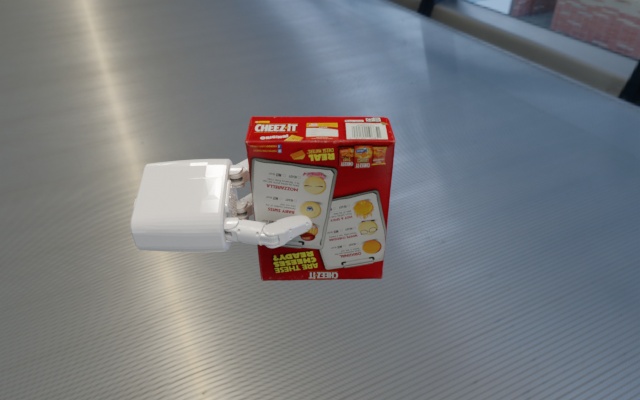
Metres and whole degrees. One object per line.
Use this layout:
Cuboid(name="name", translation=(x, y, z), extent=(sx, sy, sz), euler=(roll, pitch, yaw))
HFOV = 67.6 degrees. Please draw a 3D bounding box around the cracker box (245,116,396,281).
Cuboid(name="cracker box", translation=(0.000, 0.002, 0.596), extent=(0.164, 0.214, 0.072), euler=(-1, 37, 0))
